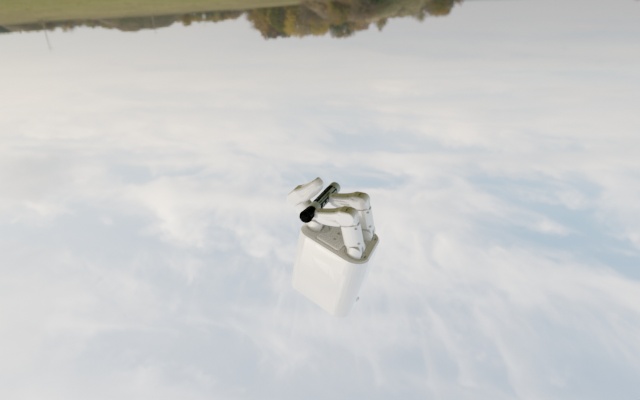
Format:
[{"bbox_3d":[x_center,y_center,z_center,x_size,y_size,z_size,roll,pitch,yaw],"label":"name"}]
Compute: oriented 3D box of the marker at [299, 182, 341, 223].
[{"bbox_3d":[0.000,0.002,0.693,0.020,0.020,0.121,0,22,24],"label":"marker"}]
